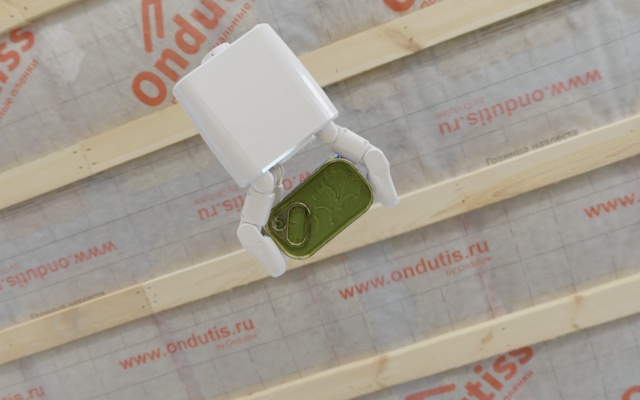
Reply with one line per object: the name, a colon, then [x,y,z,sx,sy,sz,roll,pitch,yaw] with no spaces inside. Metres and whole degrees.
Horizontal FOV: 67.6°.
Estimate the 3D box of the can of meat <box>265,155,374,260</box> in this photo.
can of meat: [0.000,0.001,0.471,0.102,0.057,0.084,-40,7,9]
